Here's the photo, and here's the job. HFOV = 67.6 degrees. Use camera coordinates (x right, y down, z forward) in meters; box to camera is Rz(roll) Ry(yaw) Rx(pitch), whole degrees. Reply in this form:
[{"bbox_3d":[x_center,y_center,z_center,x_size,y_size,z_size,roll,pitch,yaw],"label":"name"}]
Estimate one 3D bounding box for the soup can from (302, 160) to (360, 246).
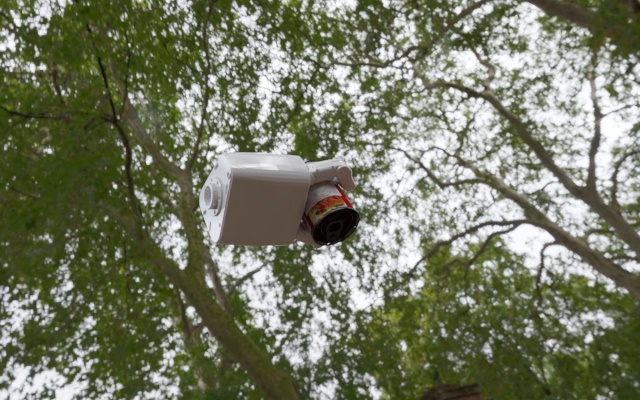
[{"bbox_3d":[0.000,0.002,0.647,0.068,0.068,0.102,0,41,-32],"label":"soup can"}]
